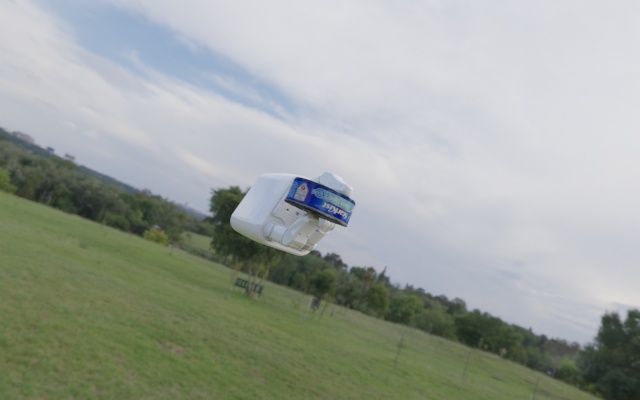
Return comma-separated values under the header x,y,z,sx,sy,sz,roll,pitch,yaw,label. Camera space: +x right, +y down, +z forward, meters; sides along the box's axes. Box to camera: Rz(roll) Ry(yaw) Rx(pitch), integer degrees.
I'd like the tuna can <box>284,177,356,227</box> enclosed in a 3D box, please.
x,y,z,sx,sy,sz,roll,pitch,yaw,label
0.000,0.001,0.600,0.086,0.034,0.086,23,-5,2,tuna can
